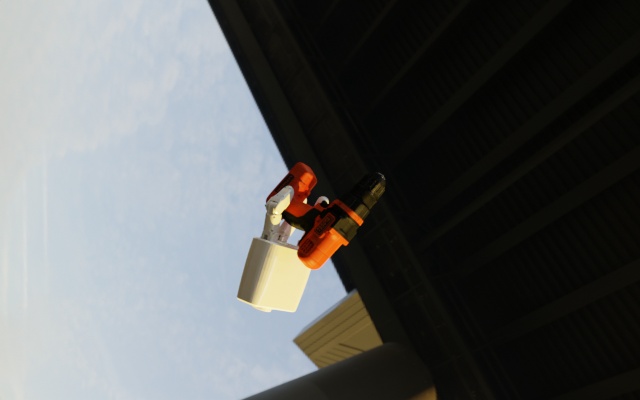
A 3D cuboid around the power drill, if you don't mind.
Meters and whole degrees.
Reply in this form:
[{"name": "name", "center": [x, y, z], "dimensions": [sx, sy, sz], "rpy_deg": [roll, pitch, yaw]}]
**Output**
[{"name": "power drill", "center": [0.000, 0.003, 0.793], "dimensions": [0.057, 0.184, 0.187], "rpy_deg": [45, -5, -38]}]
